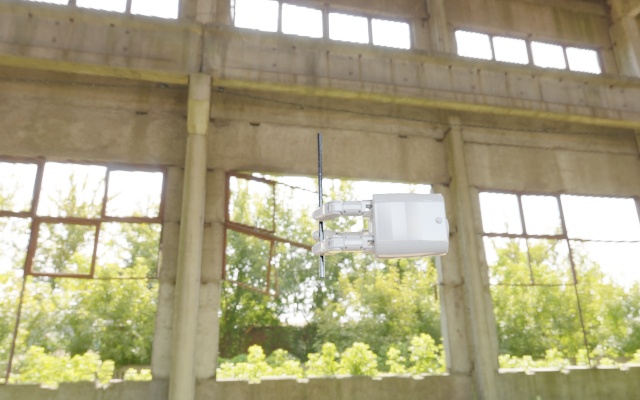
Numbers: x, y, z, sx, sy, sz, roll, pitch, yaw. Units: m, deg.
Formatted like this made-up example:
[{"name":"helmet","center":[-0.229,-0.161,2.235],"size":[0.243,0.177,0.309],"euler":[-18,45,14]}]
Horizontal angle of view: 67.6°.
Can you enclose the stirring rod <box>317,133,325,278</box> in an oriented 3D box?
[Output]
[{"name":"stirring rod","center":[0.000,0.003,0.759],"size":[0.011,0.239,0.011],"euler":[-1,-19,0]}]
